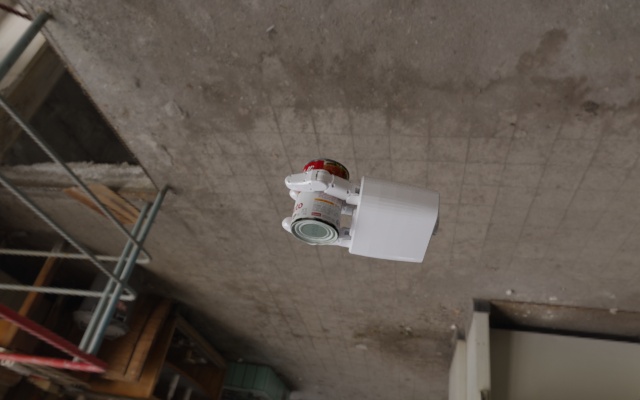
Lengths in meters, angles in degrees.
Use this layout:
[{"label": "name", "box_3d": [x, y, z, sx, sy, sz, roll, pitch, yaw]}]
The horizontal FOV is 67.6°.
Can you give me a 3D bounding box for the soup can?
[{"label": "soup can", "box_3d": [0.000, 0.002, 0.661, 0.068, 0.102, 0.069, 8, -33, 5]}]
